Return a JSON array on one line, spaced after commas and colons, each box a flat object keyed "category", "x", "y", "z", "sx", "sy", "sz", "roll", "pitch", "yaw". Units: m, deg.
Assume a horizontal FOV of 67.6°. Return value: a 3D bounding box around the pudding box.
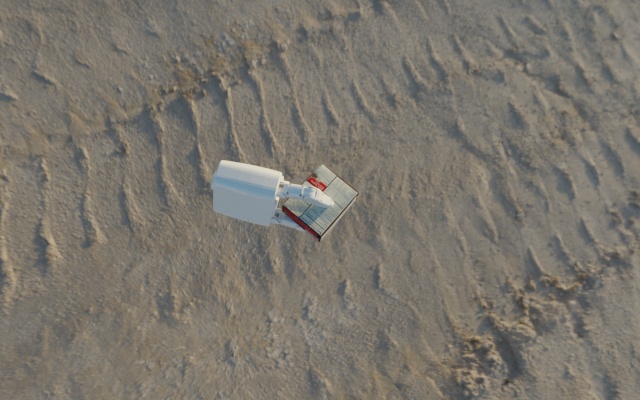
[{"category": "pudding box", "x": 0.000, "y": 0.003, "z": 0.844, "sx": 0.090, "sy": 0.113, "sz": 0.039, "roll": 40, "pitch": -17, "yaw": 7}]
